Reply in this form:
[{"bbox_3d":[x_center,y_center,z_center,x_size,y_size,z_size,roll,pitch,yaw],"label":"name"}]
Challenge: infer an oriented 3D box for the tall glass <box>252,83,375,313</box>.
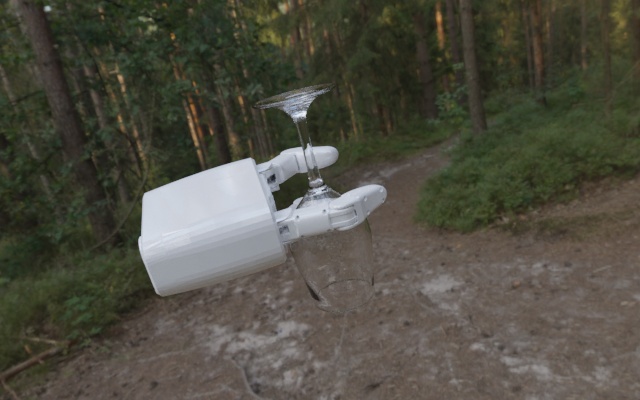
[{"bbox_3d":[0.000,0.001,0.438,0.079,0.201,0.079,-13,18,4],"label":"tall glass"}]
